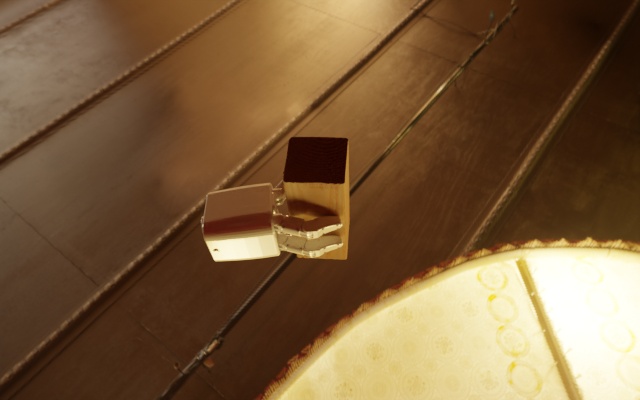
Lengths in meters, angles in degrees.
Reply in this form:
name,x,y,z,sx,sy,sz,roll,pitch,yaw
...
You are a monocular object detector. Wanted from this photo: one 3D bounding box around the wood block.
name,x,y,z,sx,sy,sz,roll,pitch,yaw
wood block,0.000,0.002,0.765,0.090,0.090,0.206,2,-37,5
